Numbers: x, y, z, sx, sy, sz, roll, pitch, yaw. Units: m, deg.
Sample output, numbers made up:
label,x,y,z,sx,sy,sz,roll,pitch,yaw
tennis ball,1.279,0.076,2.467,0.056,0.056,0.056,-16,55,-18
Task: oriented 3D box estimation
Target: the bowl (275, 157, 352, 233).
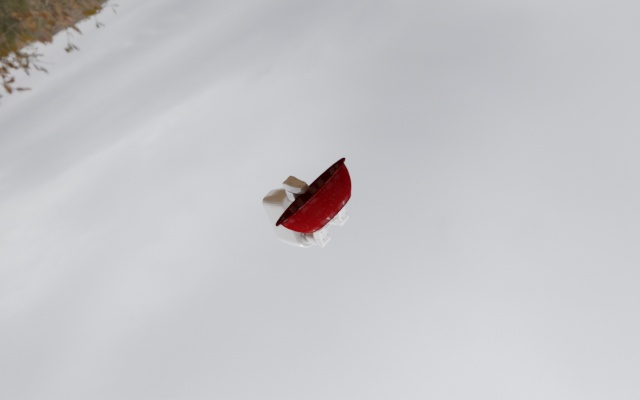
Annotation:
label,x,y,z,sx,sy,sz,roll,pitch,yaw
bowl,0.001,0.003,0.795,0.162,0.055,0.162,-44,7,7
